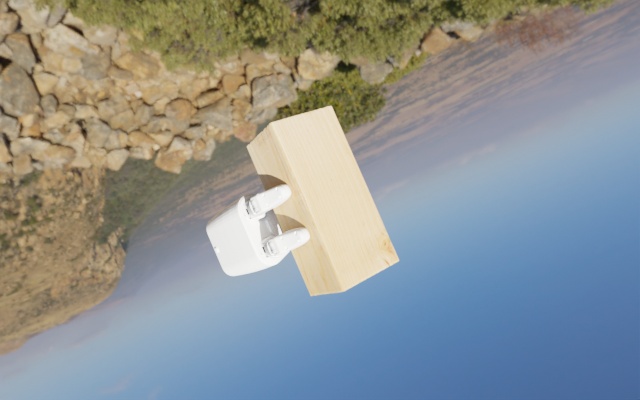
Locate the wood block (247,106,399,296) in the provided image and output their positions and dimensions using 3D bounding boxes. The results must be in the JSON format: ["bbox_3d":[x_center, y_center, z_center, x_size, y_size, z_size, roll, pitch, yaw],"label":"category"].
[{"bbox_3d":[0.000,0.002,0.591,0.091,0.206,0.090,-23,-2,-31],"label":"wood block"}]
